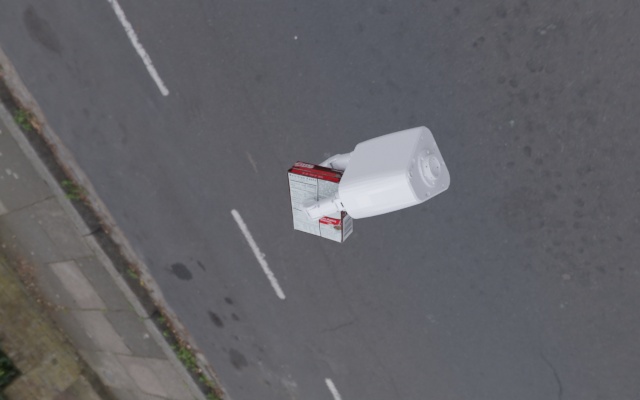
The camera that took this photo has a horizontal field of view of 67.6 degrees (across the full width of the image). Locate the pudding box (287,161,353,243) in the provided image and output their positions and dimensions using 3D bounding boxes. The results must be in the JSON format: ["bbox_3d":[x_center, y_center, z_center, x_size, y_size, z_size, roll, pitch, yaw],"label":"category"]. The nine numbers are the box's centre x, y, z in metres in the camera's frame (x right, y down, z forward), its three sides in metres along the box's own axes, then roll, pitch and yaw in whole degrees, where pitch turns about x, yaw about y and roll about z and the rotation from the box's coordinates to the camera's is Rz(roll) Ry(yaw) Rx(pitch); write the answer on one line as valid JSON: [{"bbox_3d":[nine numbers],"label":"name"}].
[{"bbox_3d":[0.000,0.002,0.720,0.090,0.114,0.039,15,37,25],"label":"pudding box"}]
